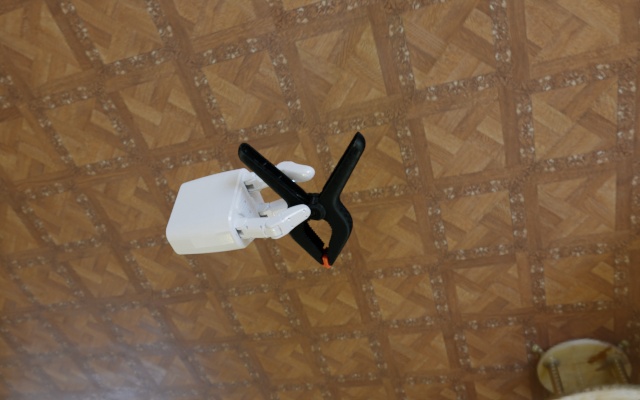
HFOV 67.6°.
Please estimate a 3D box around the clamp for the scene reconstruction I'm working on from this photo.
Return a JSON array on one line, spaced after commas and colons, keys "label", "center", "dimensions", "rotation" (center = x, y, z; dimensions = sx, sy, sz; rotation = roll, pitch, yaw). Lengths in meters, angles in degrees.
[{"label": "clamp", "center": [0.000, 0.003, 0.636], "dimensions": [0.164, 0.210, 0.036], "rotation": [-9, 32, 20]}]
